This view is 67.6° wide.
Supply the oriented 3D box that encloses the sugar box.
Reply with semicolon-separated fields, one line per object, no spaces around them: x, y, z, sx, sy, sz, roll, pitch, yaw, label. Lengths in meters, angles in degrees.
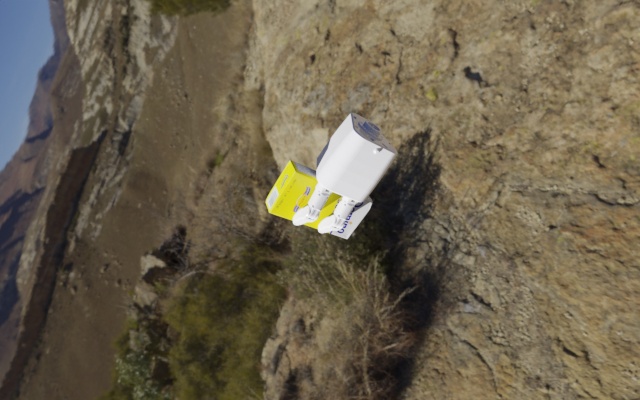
0.000;0.003;0.855;0.176;0.093;0.048;21;25;-29;sugar box
